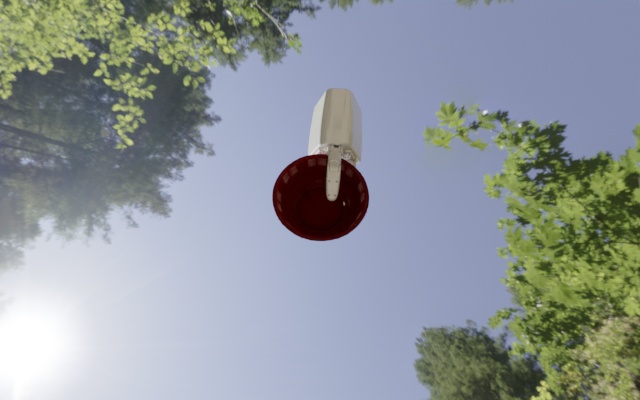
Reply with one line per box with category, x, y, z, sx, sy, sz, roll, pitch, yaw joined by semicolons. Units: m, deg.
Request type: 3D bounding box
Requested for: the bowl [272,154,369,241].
bowl;0.000;0.004;0.816;0.162;0.162;0.055;0;-25;-1
